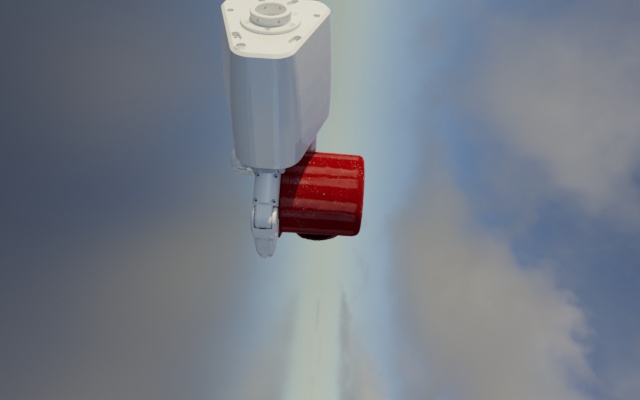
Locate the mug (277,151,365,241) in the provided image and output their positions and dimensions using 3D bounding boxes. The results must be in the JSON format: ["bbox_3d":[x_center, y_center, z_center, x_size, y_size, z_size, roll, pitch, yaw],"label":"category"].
[{"bbox_3d":[0.000,0.003,0.485,0.081,0.117,0.093,4,45,1],"label":"mug"}]
